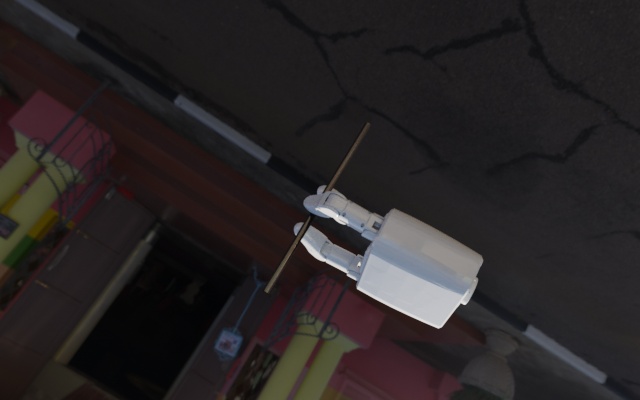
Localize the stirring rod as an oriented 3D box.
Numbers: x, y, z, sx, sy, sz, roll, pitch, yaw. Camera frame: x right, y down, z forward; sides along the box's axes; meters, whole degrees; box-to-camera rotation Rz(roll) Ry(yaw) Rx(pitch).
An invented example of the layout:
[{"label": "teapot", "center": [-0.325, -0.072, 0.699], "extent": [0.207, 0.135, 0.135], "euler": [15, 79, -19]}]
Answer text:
[{"label": "stirring rod", "center": [0.000, 0.002, 0.550], "extent": [0.011, 0.239, 0.011], "euler": [27, -21, 11]}]
